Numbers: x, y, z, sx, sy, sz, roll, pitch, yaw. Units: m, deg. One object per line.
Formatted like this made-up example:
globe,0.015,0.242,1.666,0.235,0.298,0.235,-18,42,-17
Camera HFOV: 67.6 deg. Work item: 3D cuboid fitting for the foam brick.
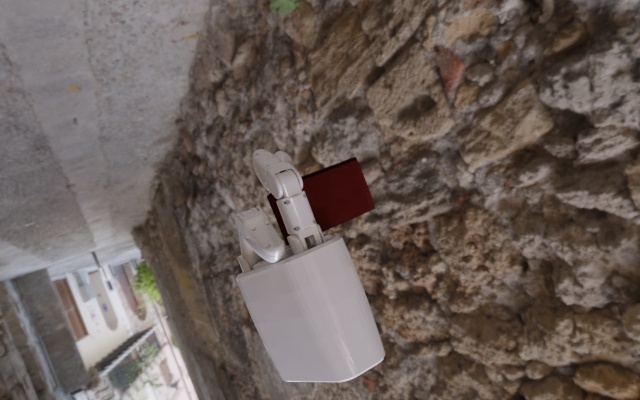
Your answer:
foam brick,0.000,0.001,0.437,0.078,0.051,0.053,-22,-3,-25
